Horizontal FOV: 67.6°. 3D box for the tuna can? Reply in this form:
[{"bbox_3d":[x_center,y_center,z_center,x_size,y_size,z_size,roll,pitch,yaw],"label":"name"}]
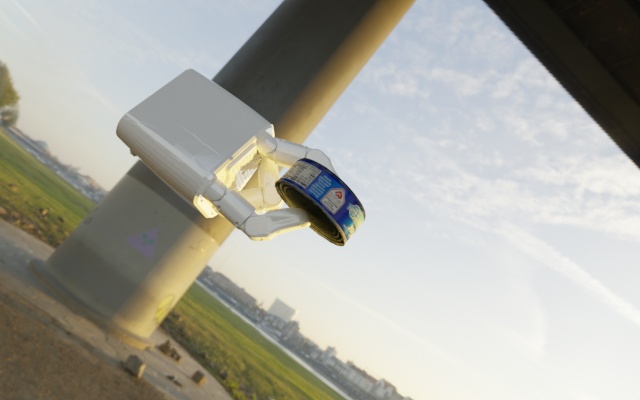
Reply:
[{"bbox_3d":[0.000,0.001,0.442,0.086,0.033,0.086,39,-15,13],"label":"tuna can"}]
